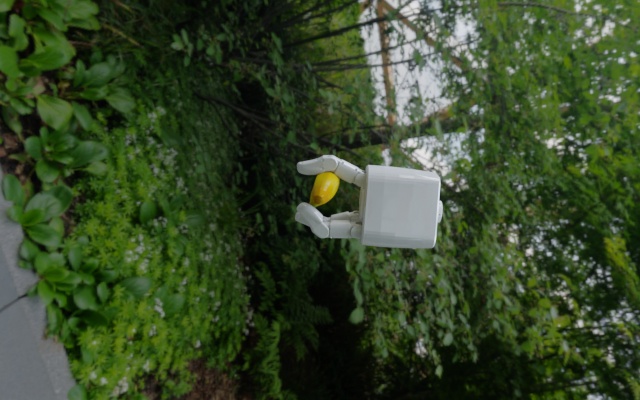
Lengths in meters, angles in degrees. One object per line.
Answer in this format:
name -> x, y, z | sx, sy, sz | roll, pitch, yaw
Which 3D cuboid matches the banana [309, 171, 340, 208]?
banana -> 0.006, -0.015, 0.732 | 0.037, 0.069, 0.198 | 19, -8, -1
